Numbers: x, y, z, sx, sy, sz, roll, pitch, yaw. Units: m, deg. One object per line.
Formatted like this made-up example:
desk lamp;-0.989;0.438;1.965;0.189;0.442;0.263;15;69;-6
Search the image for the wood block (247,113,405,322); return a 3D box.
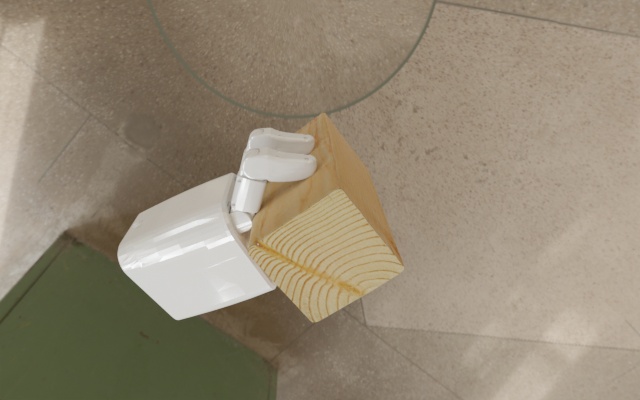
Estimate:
wood block;0.000;0.002;0.453;0.090;0.091;0.206;-34;23;12
